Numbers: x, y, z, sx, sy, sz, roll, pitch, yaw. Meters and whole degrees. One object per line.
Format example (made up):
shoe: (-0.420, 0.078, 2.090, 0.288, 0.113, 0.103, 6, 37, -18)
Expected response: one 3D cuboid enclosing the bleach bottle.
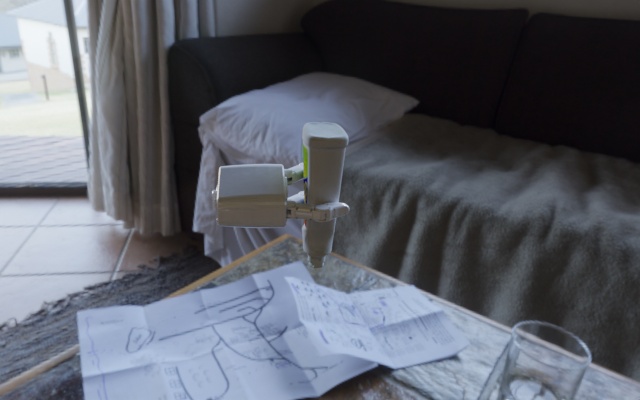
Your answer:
bleach bottle: (0.000, 0.003, 0.799, 0.068, 0.251, 0.102, 0, 24, -8)
